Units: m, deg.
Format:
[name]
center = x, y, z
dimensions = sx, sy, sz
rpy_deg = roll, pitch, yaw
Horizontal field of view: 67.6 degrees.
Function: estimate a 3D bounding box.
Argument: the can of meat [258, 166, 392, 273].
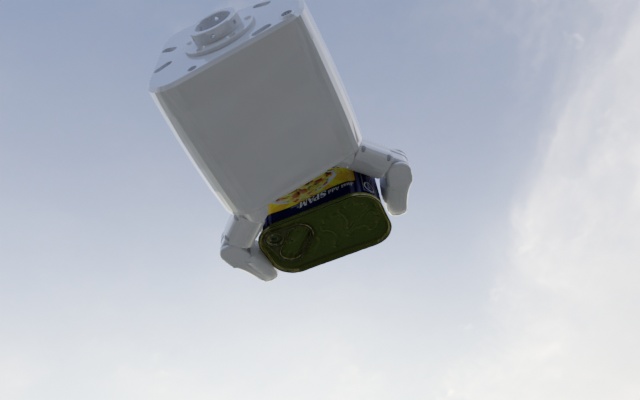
[can of meat]
center = 0.000, 0.001, 0.400
dimensions = 0.102, 0.057, 0.083
rpy_deg = -22, 40, 12
